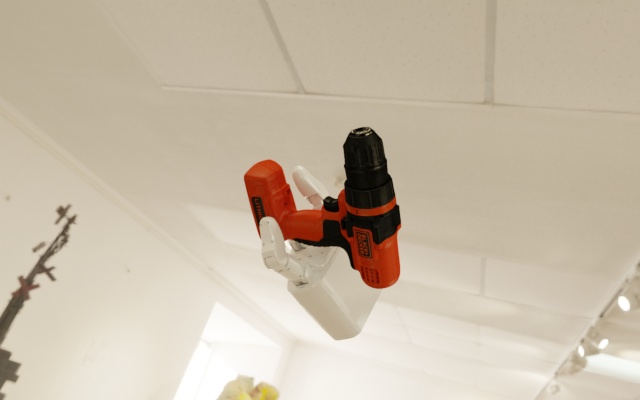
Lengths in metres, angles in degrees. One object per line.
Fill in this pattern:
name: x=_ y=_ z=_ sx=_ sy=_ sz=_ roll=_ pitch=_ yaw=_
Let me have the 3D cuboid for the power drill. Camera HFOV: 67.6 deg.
power drill: x=0.000 y=0.002 z=0.536 sx=0.187 sy=0.184 sz=0.057 roll=12 pitch=34 yaw=38
